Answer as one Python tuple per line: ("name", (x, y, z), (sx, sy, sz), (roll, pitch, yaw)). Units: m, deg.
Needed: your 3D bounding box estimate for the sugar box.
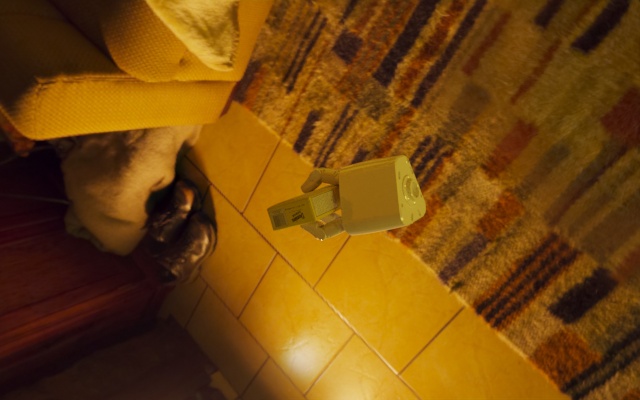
("sugar box", (0.000, 0.003, 0.820), (0.093, 0.048, 0.176), (-14, 3, 37))
